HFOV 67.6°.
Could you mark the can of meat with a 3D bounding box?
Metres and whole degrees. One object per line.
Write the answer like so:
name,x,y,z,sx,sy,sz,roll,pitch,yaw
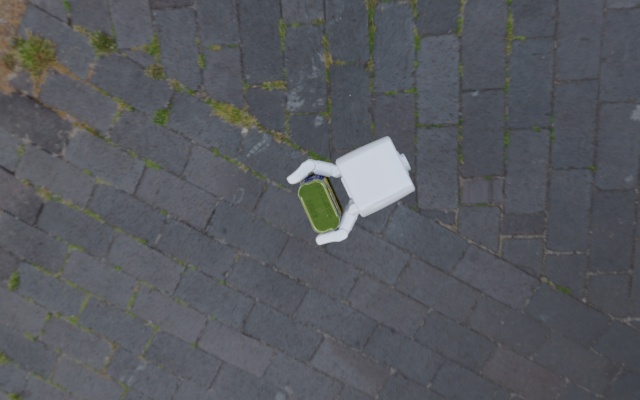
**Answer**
can of meat,0.000,0.003,0.867,0.057,0.102,0.084,-23,10,8
